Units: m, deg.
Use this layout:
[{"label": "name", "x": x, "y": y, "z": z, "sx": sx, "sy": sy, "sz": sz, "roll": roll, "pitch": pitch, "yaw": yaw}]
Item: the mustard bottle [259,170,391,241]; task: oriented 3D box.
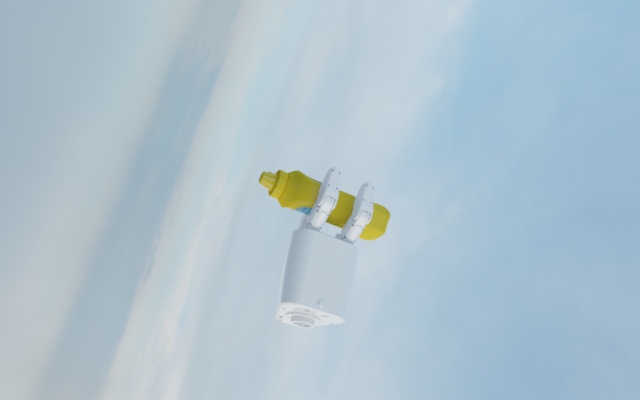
[{"label": "mustard bottle", "x": 0.000, "y": 0.002, "z": 0.699, "sx": 0.191, "sy": 0.058, "sz": 0.096, "roll": 22, "pitch": -7, "yaw": -19}]
